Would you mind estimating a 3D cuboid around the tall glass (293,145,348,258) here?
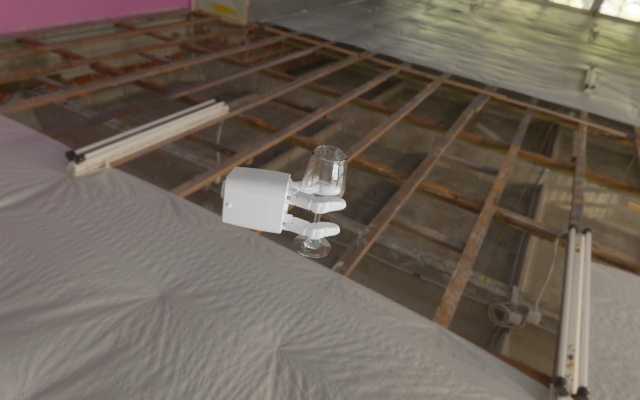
[{"bbox_3d":[0.000,0.003,0.865,0.079,0.201,0.079,9,31,-5],"label":"tall glass"}]
